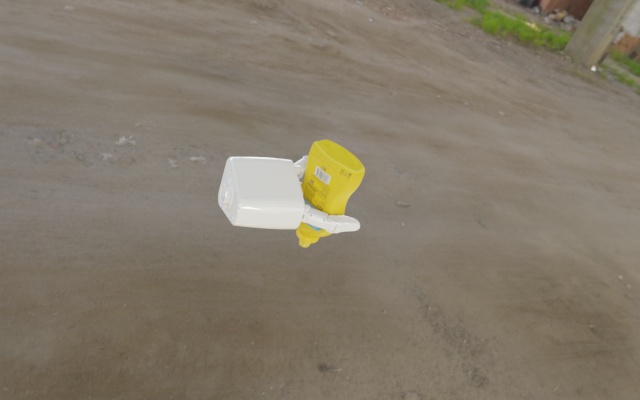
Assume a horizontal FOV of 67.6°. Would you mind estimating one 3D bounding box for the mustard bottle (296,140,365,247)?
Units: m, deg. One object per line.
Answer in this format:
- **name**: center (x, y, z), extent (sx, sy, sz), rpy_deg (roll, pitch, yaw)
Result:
- **mustard bottle**: center (0.000, 0.002, 0.795), extent (0.096, 0.192, 0.058), rpy_deg (39, 36, 26)
